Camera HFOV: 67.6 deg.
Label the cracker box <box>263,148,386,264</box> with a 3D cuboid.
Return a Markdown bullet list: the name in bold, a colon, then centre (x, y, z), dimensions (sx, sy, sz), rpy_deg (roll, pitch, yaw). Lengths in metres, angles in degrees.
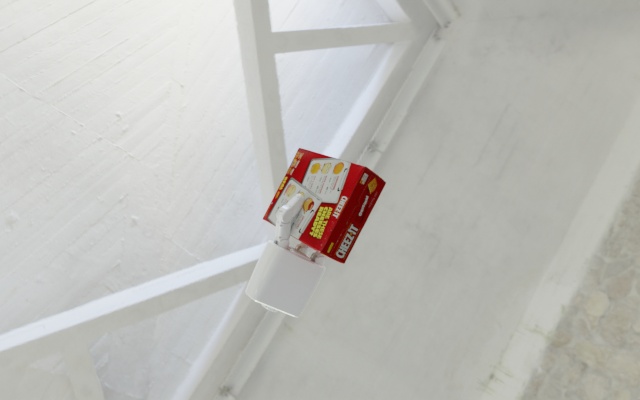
- **cracker box**: centre (0.000, 0.003, 0.886), dimensions (0.072, 0.164, 0.213), rpy_deg (30, -4, -37)
